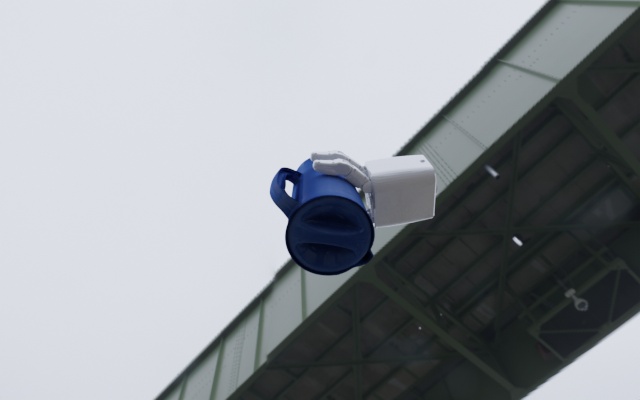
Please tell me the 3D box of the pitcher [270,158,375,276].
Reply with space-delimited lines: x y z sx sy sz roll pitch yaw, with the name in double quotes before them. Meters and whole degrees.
"pitcher" 0.000 0.003 0.802 0.145 0.149 0.242 -9 24 0
